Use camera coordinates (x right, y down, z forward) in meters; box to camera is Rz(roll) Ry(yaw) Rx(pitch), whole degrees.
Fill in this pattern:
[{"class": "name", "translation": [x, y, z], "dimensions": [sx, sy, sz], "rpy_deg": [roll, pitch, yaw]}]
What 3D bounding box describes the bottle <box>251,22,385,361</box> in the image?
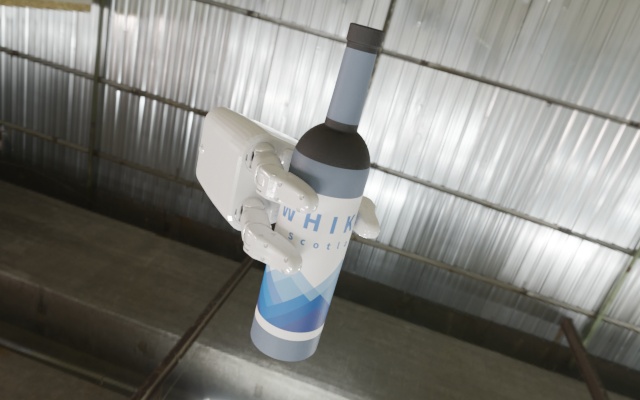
[{"class": "bottle", "translation": [0.000, 0.002, 0.414], "dimensions": [0.069, 0.296, 0.069], "rpy_deg": [13, 21, -5]}]
